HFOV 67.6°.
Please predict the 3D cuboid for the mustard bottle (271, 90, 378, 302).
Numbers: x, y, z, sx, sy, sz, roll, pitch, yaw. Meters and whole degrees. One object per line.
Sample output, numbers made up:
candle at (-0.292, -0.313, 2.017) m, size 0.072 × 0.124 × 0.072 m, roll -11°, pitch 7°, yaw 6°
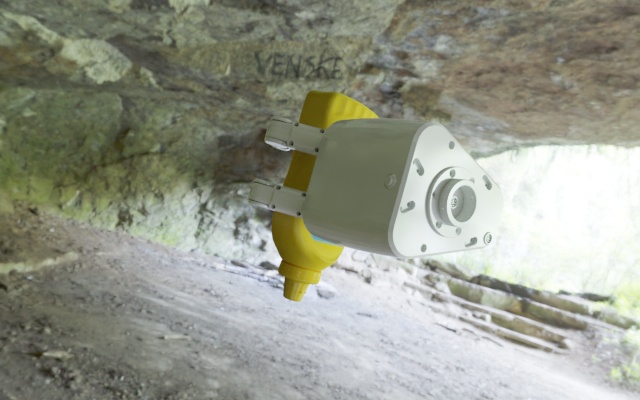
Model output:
mustard bottle at (0.000, 0.001, 0.454) m, size 0.058 × 0.191 × 0.096 m, roll 14°, pitch -3°, yaw 33°
